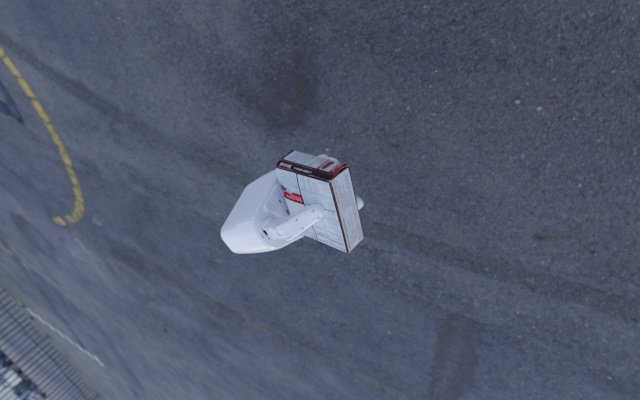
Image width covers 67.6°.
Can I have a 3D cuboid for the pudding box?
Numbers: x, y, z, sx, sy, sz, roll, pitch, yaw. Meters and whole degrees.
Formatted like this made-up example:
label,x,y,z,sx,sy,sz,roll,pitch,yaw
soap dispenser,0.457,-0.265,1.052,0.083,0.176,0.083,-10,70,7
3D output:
label,x,y,z,sx,sy,sz,roll,pitch,yaw
pudding box,0.000,0.002,0.574,0.090,0.114,0.039,17,48,37
